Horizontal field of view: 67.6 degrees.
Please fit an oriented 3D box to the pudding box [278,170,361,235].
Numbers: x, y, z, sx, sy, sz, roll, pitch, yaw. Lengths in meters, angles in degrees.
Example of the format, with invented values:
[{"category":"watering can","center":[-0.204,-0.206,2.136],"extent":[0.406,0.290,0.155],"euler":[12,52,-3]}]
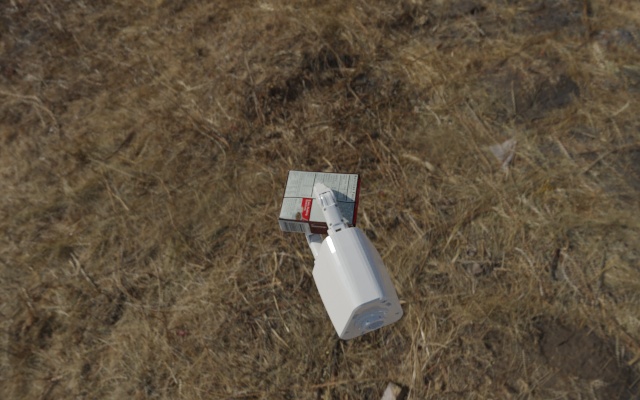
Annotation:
[{"category":"pudding box","center":[0.000,0.002,0.705],"extent":[0.113,0.090,0.039],"euler":[5,-31,9]}]
